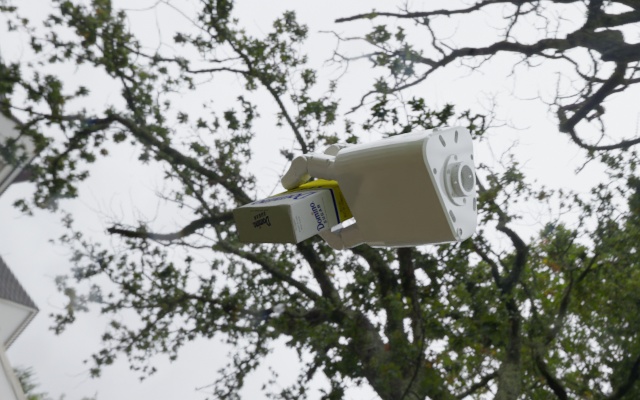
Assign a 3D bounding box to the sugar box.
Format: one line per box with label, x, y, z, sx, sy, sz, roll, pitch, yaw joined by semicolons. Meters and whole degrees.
sugar box;0.000;0.001;0.537;0.093;0.048;0.176;-5;10;44
